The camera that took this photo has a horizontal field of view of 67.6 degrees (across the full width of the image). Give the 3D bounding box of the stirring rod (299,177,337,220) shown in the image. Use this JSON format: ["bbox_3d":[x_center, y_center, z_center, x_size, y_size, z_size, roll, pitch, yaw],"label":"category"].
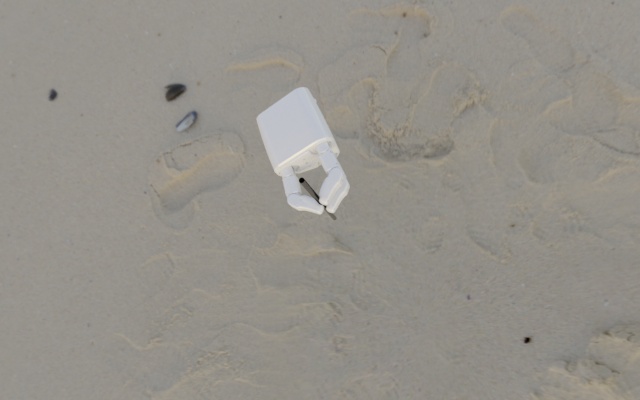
[{"bbox_3d":[0.000,0.002,0.753,0.011,0.011,0.239,0,-14,13],"label":"stirring rod"}]
